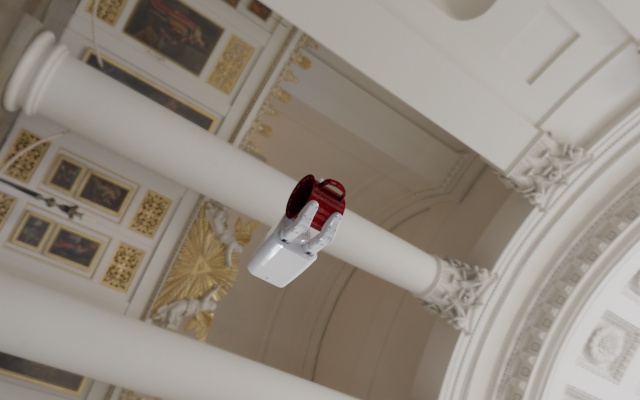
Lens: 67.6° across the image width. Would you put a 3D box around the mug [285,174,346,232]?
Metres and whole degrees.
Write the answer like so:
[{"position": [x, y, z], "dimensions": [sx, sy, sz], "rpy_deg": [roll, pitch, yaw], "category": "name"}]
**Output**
[{"position": [0.001, 0.002, 0.895], "dimensions": [0.081, 0.093, 0.117], "rpy_deg": [30, -54, -24], "category": "mug"}]
